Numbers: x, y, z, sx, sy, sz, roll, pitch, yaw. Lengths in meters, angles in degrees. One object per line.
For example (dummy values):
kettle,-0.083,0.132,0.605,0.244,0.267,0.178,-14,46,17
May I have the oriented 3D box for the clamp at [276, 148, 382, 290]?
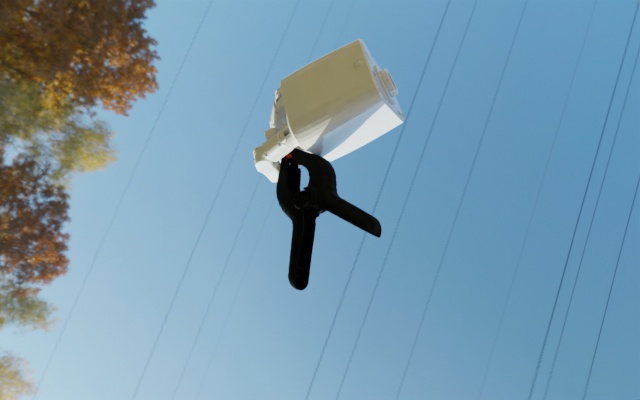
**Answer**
clamp,0.000,0.002,0.534,0.120,0.171,0.039,-26,-29,21
